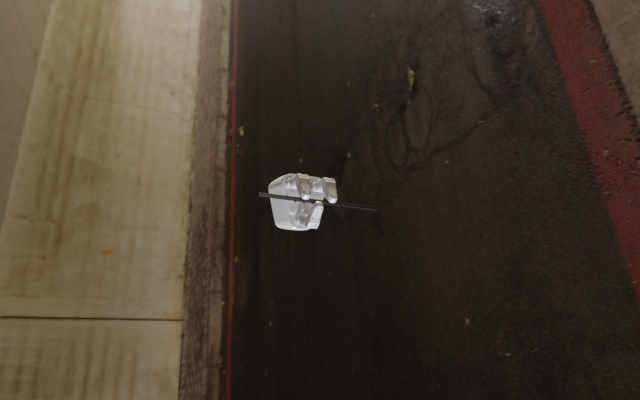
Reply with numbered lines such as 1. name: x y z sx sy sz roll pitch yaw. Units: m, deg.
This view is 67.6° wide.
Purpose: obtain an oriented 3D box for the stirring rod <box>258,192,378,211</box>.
1. stirring rod: 0.000 0.003 0.891 0.239 0.011 0.011 7 -3 -22
